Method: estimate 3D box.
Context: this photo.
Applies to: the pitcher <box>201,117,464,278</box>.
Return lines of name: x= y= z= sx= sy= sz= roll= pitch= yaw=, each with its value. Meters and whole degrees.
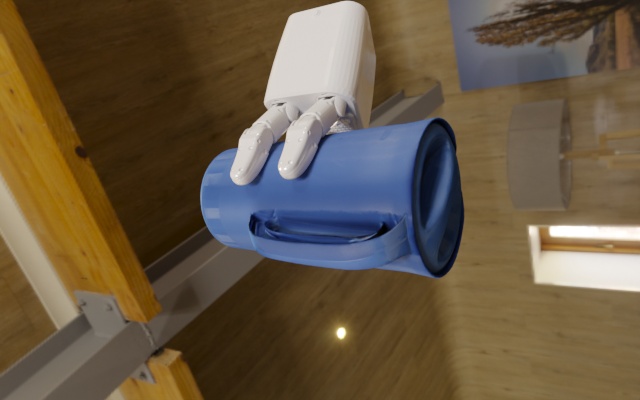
pitcher: x=0.000 y=0.001 z=0.450 sx=0.243 sy=0.145 sz=0.149 roll=0 pitch=-19 yaw=32
